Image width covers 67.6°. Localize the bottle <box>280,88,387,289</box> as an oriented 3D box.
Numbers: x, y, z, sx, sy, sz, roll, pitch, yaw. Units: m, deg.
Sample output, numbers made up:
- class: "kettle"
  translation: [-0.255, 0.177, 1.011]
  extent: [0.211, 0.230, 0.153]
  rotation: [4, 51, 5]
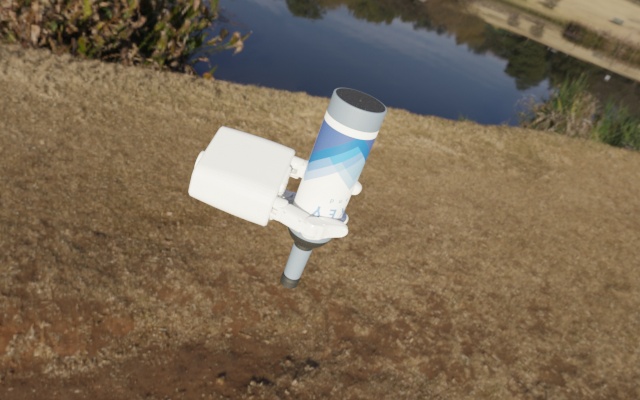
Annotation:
- class: "bottle"
  translation: [0.000, 0.002, 0.628]
  extent: [0.069, 0.296, 0.069]
  rotation: [16, 31, -10]
